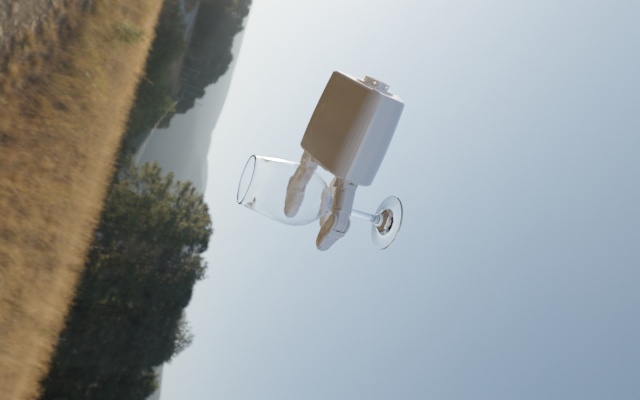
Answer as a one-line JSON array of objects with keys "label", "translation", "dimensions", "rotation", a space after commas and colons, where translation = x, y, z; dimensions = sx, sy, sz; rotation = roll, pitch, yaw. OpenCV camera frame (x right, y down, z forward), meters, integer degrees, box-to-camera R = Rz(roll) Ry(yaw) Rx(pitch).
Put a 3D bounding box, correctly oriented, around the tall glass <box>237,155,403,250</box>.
[{"label": "tall glass", "translation": [0.001, 0.002, 0.602], "dimensions": [0.201, 0.079, 0.079], "rotation": [17, -6, -21]}]
